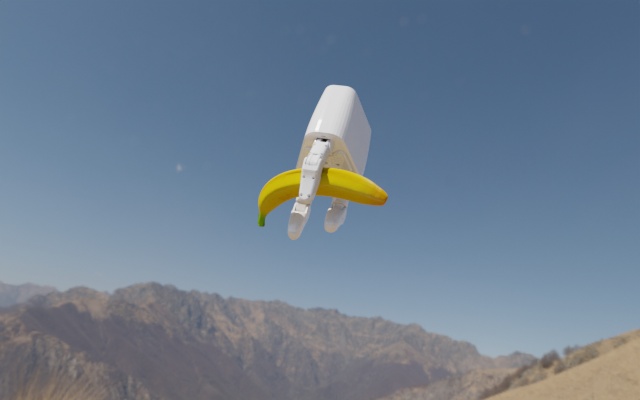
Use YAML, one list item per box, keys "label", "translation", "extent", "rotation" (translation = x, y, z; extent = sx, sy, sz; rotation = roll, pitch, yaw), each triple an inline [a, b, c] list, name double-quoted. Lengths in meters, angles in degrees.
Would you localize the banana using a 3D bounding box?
- label: "banana"
  translation: [-0.010, -0.013, 0.637]
  extent: [0.198, 0.070, 0.037]
  rotation: [-10, 29, 27]
